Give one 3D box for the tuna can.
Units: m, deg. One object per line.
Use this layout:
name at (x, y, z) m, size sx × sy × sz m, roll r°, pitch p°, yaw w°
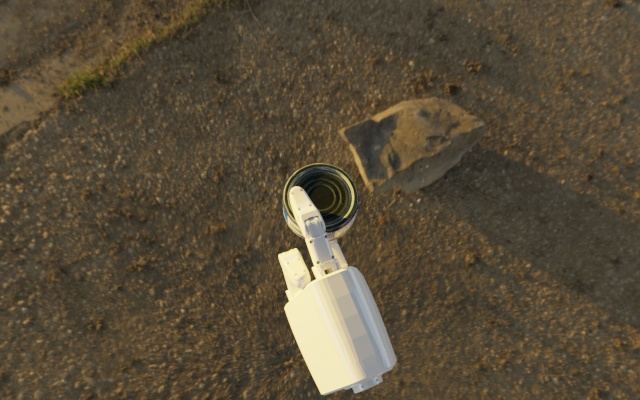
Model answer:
tuna can at (0.000, 0.001, 0.537) m, size 0.086 × 0.086 × 0.034 m, roll 0°, pitch -24°, yaw -2°
